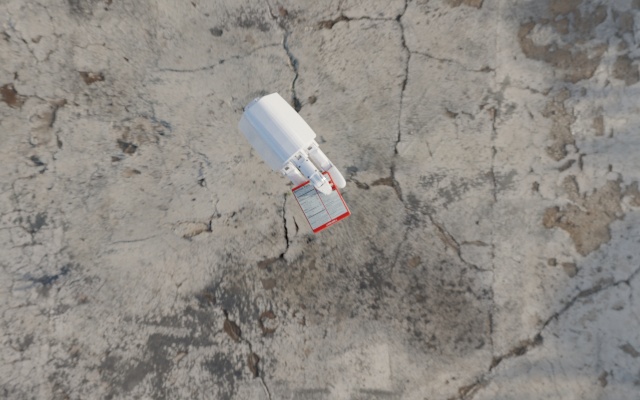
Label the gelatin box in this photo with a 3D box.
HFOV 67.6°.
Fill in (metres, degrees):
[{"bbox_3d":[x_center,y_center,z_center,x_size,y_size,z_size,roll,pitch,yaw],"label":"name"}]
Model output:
[{"bbox_3d":[0.000,0.003,0.842,0.073,0.089,0.030,-28,2,-2],"label":"gelatin box"}]
